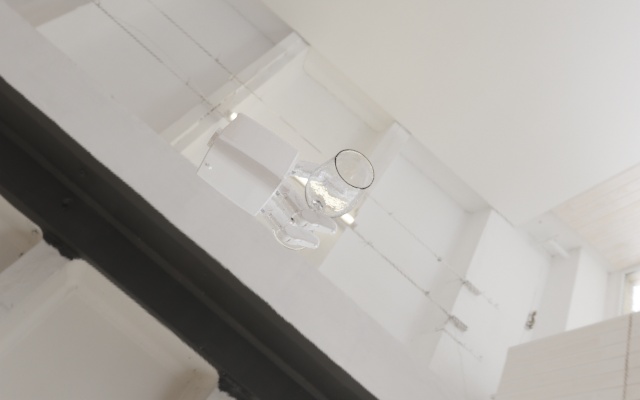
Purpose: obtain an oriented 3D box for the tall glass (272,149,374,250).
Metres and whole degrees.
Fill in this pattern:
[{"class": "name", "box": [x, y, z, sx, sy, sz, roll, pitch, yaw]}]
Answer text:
[{"class": "tall glass", "box": [0.000, 0.003, 0.709, 0.079, 0.079, 0.201, 0, -27, -32]}]
